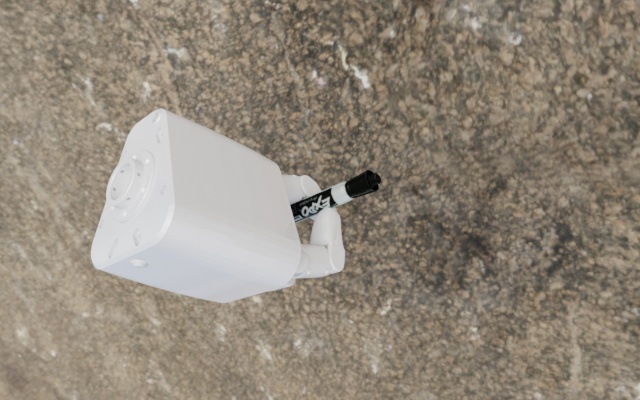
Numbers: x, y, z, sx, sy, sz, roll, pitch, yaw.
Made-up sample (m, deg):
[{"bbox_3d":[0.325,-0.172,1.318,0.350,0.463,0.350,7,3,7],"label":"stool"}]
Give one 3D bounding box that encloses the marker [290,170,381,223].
[{"bbox_3d":[0.000,0.001,0.417,0.121,0.020,0.020,-23,-13,34],"label":"marker"}]
